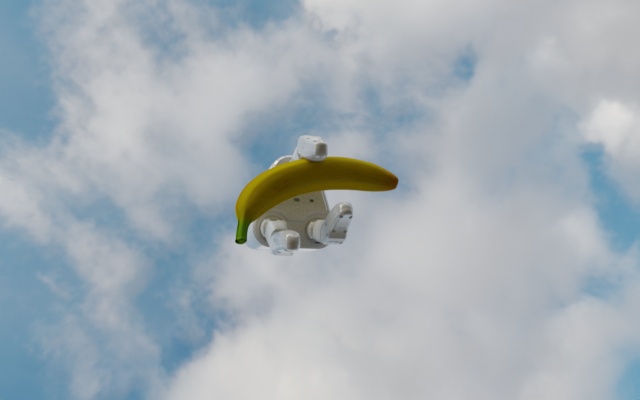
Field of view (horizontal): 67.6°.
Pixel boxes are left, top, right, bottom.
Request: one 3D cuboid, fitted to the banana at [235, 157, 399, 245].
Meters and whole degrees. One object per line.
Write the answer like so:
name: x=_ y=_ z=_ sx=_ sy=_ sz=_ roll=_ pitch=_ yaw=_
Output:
banana: x=-0.011 y=-0.014 z=0.507 sx=0.198 sy=0.069 sz=0.037 roll=-20 pitch=-13 yaw=-24
